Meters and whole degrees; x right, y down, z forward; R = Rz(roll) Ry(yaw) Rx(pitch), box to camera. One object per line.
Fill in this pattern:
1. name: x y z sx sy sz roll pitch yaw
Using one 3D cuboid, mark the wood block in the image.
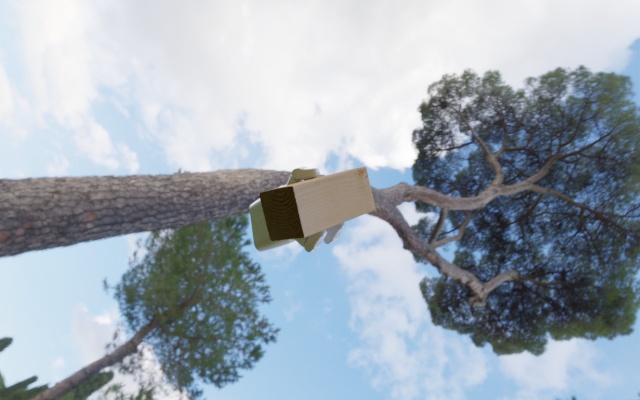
1. wood block: 0.000 0.003 0.884 0.090 0.091 0.206 -10 6 43
